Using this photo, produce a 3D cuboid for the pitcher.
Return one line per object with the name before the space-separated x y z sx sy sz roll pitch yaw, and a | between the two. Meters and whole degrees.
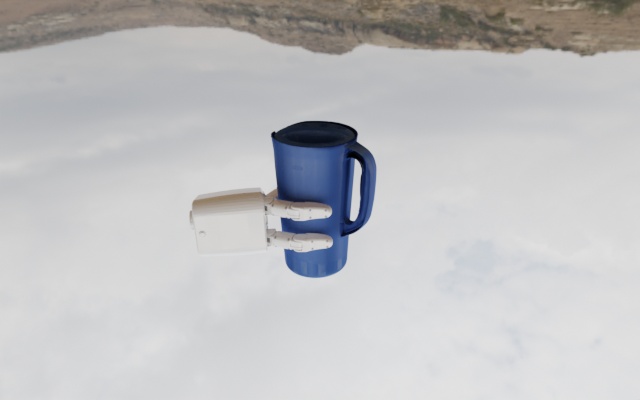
pitcher | 0.000 0.003 0.770 0.145 0.243 0.149 -6 26 -10
